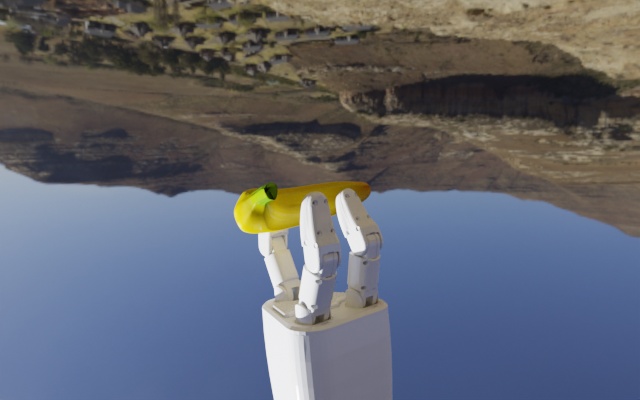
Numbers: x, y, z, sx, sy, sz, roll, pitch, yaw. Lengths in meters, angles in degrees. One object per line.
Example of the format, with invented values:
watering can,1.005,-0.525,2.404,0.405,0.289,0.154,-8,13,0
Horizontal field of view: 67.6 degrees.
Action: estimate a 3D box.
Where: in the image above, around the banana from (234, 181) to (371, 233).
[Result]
banana,-0.018,0.004,0.422,0.069,0.037,0.198,-10,0,26
